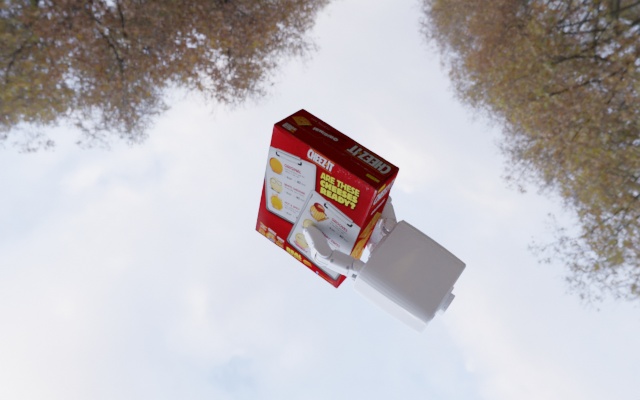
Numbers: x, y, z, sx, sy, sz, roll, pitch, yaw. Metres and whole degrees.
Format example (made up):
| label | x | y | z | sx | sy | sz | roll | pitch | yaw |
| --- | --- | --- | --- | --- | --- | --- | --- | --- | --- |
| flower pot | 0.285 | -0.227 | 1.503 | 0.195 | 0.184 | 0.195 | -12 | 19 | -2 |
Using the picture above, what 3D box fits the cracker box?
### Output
| label | x | y | z | sx | sy | sz | roll | pitch | yaw |
| --- | --- | --- | --- | --- | --- | --- | --- | --- | --- |
| cracker box | 0.000 | 0.002 | 0.679 | 0.164 | 0.214 | 0.072 | 34 | 46 | 17 |
